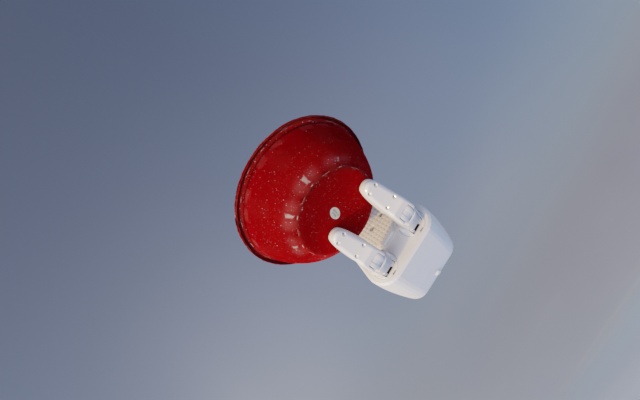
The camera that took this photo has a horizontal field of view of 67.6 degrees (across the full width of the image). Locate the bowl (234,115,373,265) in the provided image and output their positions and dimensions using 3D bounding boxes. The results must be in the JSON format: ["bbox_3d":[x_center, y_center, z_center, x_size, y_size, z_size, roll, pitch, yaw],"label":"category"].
[{"bbox_3d":[-0.001,0.001,0.466,0.162,0.162,0.055,0,21,-40],"label":"bowl"}]
